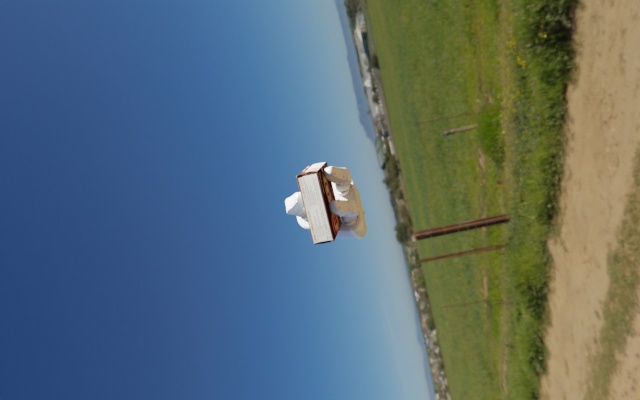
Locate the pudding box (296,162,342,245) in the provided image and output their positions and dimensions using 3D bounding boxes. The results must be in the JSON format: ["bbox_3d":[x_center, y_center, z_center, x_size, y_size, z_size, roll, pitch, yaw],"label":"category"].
[{"bbox_3d":[0.000,0.002,0.751,0.039,0.113,0.090,-14,11,12],"label":"pudding box"}]
